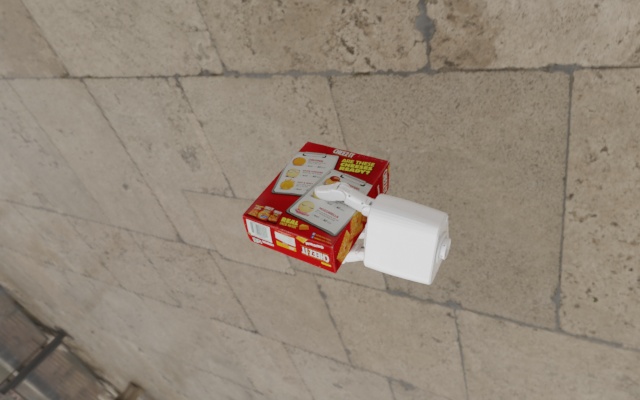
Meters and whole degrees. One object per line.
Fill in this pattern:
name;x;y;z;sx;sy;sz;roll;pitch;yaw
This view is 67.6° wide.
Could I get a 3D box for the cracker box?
cracker box;0.000;0.003;0.796;0.164;0.072;0.213;17;47;23
